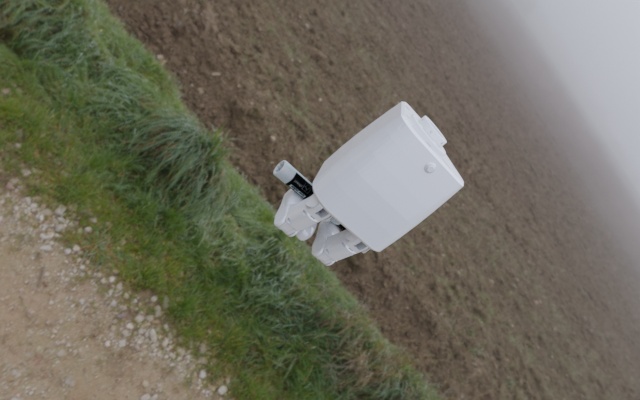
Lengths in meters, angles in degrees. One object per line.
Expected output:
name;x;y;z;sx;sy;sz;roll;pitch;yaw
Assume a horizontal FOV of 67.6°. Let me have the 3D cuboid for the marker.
marker;0.000;0.002;0.505;0.121;0.020;0.020;40;-20;-26
